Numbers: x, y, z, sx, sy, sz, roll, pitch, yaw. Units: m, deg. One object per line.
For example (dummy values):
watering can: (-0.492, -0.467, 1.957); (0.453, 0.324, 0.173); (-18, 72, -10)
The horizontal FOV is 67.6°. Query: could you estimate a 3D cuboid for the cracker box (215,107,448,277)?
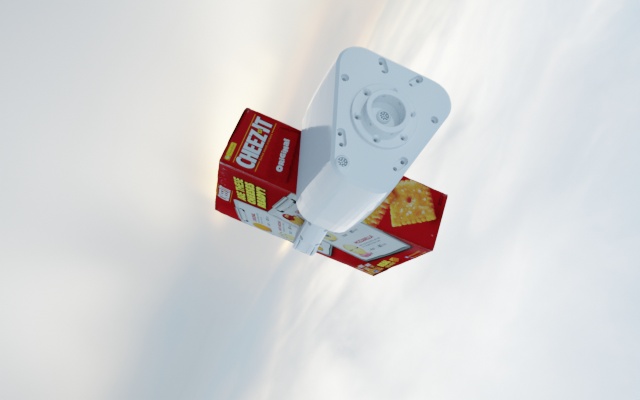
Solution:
cracker box: (0.000, 0.002, 0.514); (0.214, 0.072, 0.164); (24, -21, -6)
